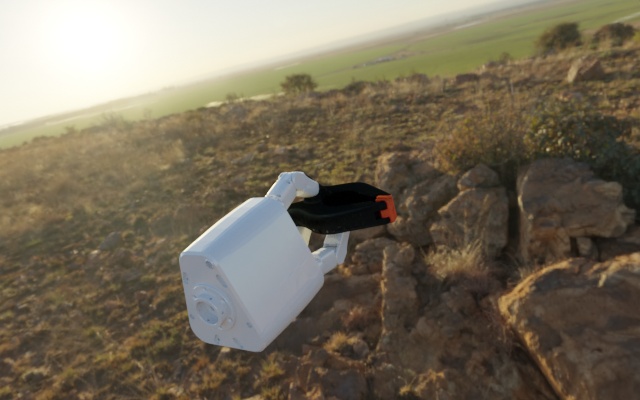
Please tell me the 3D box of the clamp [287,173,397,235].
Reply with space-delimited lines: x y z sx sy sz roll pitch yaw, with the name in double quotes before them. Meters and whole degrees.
"clamp" 0.000 0.001 0.580 0.210 0.036 0.164 -2 27 33
